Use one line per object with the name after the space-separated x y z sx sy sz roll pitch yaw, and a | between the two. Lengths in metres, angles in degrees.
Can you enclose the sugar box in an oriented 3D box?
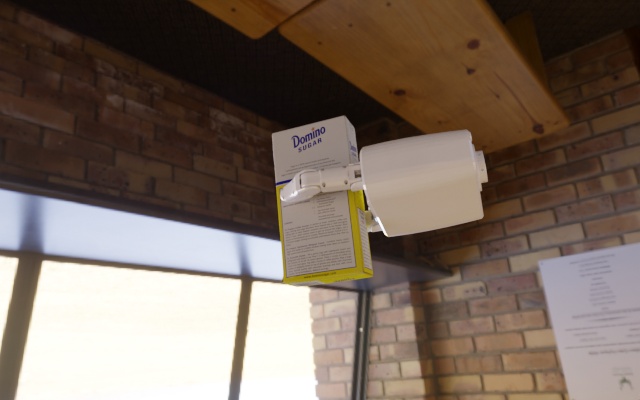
0.000 0.002 0.531 0.093 0.176 0.048 -10 -19 18 | sugar box
